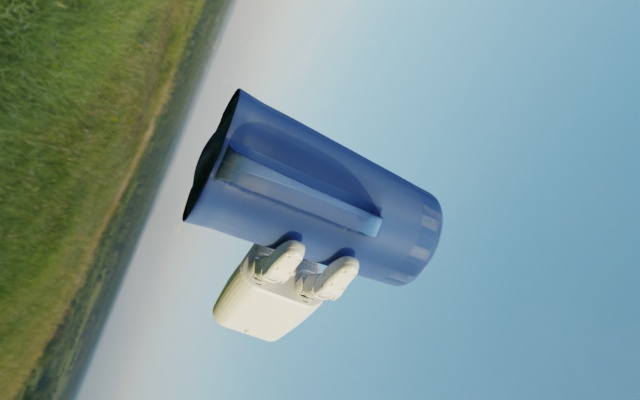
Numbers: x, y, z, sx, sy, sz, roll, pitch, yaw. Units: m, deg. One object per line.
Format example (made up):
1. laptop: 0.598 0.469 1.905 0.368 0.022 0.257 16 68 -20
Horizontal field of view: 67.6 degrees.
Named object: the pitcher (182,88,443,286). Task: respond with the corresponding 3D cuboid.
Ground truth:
1. pitcher: 0.000 0.002 0.468 0.243 0.149 0.145 23 -45 -18
